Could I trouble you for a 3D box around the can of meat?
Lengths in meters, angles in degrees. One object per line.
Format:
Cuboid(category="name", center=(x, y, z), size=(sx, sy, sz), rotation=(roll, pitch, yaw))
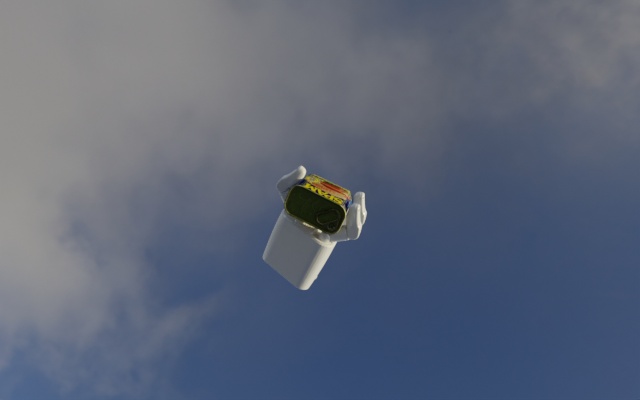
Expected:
Cuboid(category="can of meat", center=(0.000, 0.002, 0.812), size=(0.102, 0.057, 0.084), rotation=(26, 23, 5))
